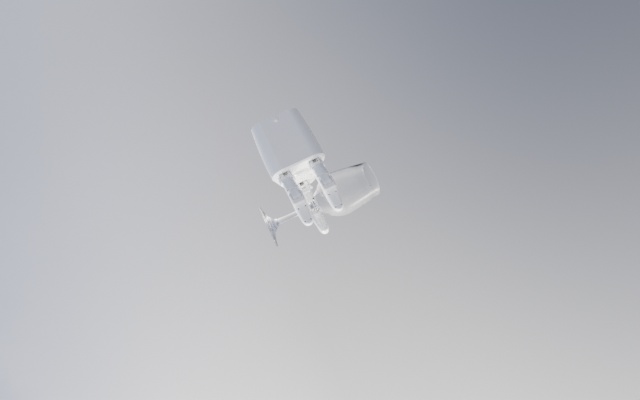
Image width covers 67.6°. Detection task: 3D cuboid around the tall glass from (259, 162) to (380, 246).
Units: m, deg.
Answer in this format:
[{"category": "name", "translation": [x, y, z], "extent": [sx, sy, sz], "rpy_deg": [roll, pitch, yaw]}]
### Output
[{"category": "tall glass", "translation": [0.000, 0.003, 0.821], "extent": [0.201, 0.079, 0.079], "rpy_deg": [-25, 3, -7]}]
